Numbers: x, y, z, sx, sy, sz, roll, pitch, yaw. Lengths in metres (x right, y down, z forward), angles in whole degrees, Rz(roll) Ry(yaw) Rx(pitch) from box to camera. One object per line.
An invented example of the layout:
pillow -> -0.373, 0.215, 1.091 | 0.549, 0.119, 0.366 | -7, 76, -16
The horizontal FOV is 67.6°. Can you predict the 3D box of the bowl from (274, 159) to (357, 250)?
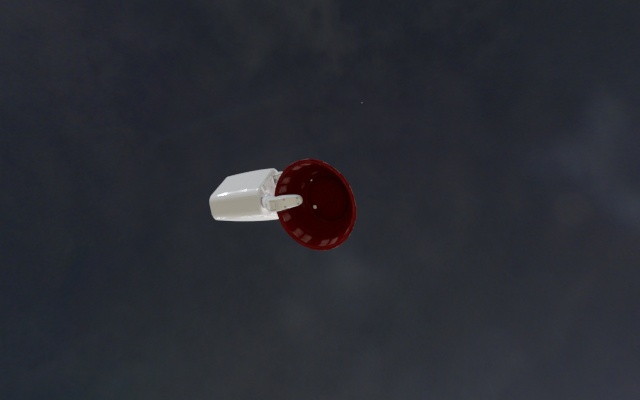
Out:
bowl -> 0.002, 0.003, 0.836 | 0.162, 0.162, 0.055 | 0, 14, 31
